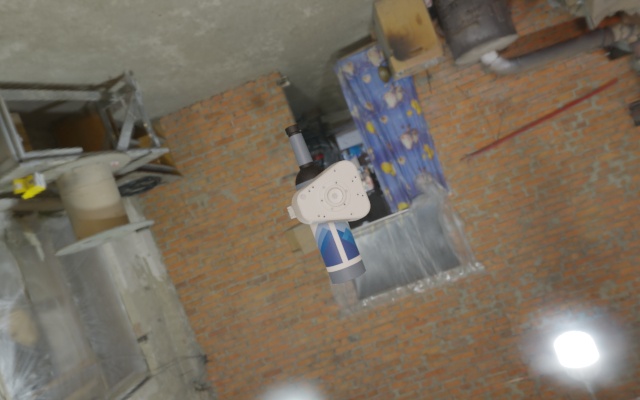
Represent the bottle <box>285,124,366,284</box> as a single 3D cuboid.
[{"bbox_3d":[0.000,0.003,0.871,0.069,0.295,0.069,-21,0,0],"label":"bottle"}]
